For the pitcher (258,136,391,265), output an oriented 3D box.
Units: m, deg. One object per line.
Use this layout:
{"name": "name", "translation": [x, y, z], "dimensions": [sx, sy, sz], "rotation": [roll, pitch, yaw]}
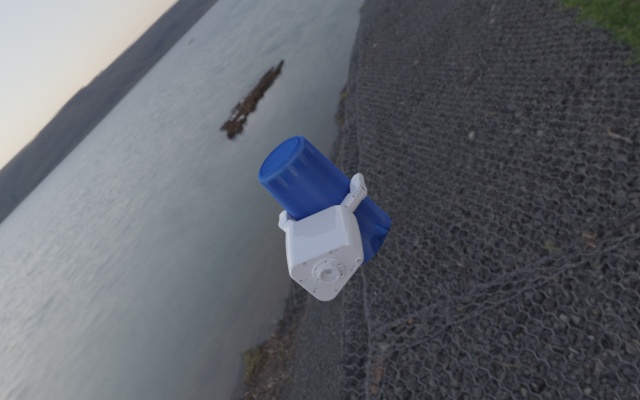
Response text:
{"name": "pitcher", "translation": [0.000, 0.003, 0.863], "dimensions": [0.149, 0.243, 0.145], "rotation": [-37, 26, 17]}
